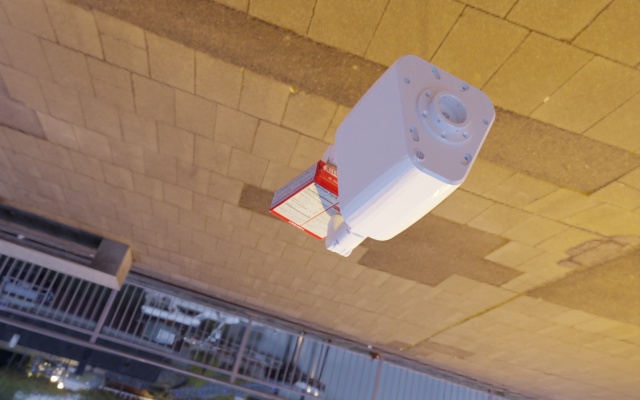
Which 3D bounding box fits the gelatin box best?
[{"bbox_3d":[0.000,0.002,0.508,0.073,0.030,0.089,31,-39,-24],"label":"gelatin box"}]
